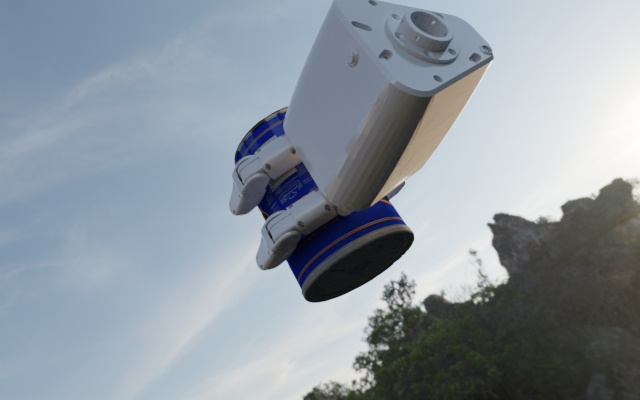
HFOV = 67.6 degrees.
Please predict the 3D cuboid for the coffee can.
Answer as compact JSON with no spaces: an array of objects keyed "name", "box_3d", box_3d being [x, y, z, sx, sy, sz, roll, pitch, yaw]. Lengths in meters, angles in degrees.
[{"name":"coffee can","box_3d":[0.000,0.002,0.415,0.103,0.140,0.103,-25,-25,-13]}]
